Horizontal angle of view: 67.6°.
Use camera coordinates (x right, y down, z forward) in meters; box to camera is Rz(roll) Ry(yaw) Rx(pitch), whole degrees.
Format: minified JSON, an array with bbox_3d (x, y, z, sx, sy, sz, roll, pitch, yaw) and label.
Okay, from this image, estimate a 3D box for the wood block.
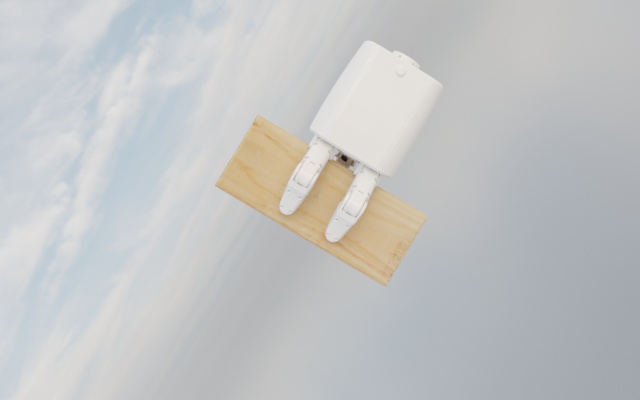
[{"bbox_3d":[0.000,0.001,0.538,0.206,0.090,0.091,31,-1,-1],"label":"wood block"}]
